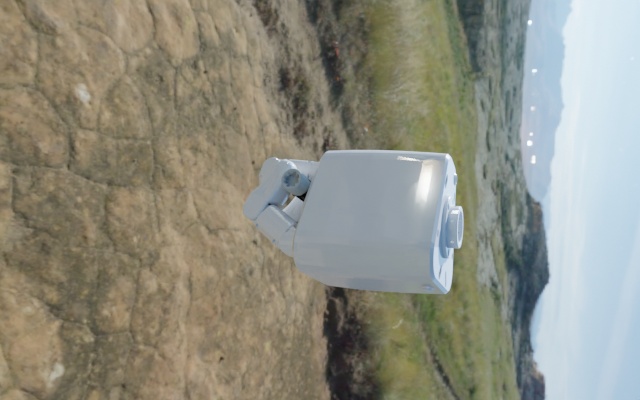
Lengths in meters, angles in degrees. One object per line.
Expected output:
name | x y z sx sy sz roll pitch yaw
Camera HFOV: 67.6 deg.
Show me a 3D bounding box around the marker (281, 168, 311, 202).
marker | 0.000 0.001 0.433 0.020 0.020 0.121 0 -18 24
